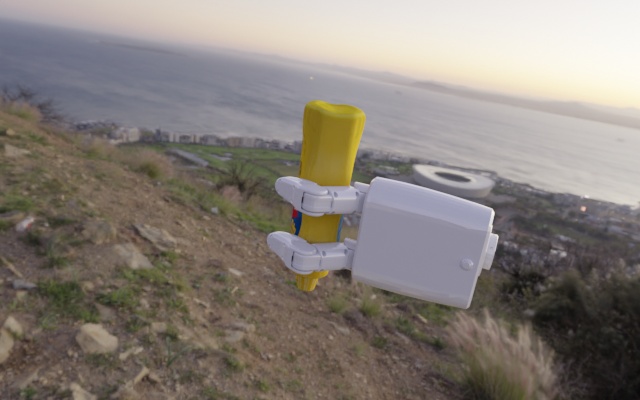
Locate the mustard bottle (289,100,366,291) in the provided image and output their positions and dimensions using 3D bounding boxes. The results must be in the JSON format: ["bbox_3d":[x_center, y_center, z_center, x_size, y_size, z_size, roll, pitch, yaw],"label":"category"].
[{"bbox_3d":[0.000,0.001,0.475,0.058,0.192,0.096,7,17,-6],"label":"mustard bottle"}]
